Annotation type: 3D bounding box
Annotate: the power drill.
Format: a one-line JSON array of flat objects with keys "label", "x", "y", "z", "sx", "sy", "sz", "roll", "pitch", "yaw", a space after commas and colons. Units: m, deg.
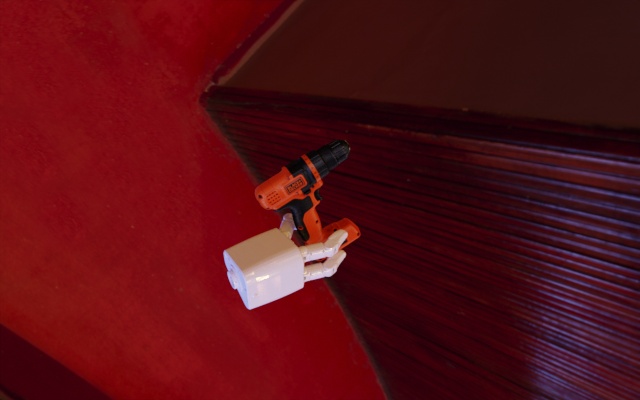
[{"label": "power drill", "x": 0.000, "y": 0.003, "z": 0.856, "sx": 0.184, "sy": 0.188, "sz": 0.057, "roll": -32, "pitch": 28, "yaw": -3}]
